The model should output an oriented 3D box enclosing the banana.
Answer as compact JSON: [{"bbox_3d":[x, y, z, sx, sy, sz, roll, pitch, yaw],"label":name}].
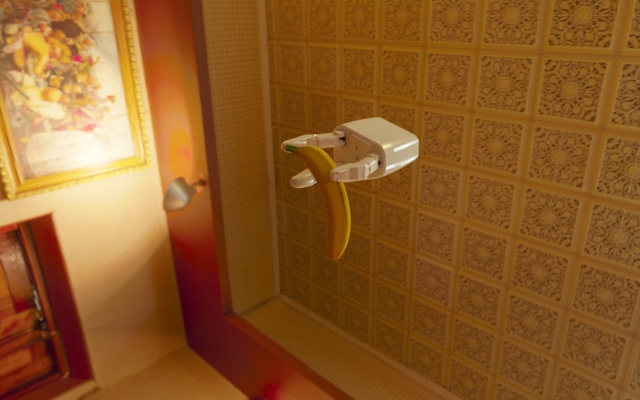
[{"bbox_3d":[0.011,-0.005,0.737,0.069,0.198,0.037,-17,5,46],"label":"banana"}]
